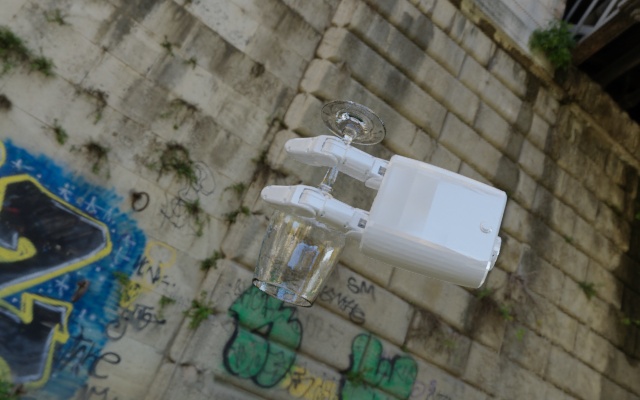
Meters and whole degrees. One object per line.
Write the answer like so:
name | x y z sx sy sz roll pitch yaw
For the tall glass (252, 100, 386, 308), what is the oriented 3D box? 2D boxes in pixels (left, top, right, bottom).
tall glass | 0.000 0.001 0.477 0.079 0.201 0.079 20 -22 8
